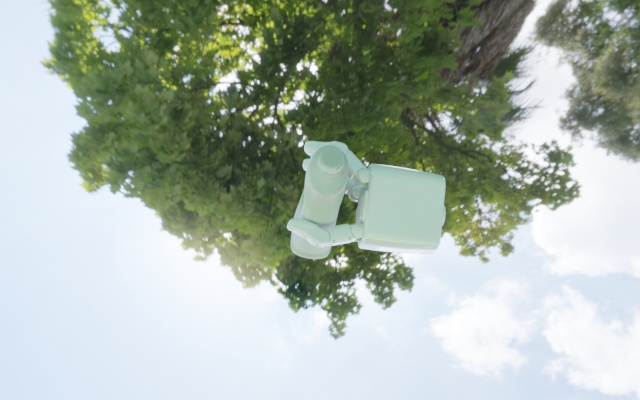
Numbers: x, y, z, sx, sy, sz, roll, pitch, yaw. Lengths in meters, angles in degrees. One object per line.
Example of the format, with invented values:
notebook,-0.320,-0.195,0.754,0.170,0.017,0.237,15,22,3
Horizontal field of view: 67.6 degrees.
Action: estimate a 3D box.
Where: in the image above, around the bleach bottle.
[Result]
bleach bottle,0.000,0.002,0.675,0.068,0.102,0.251,8,-22,-3
